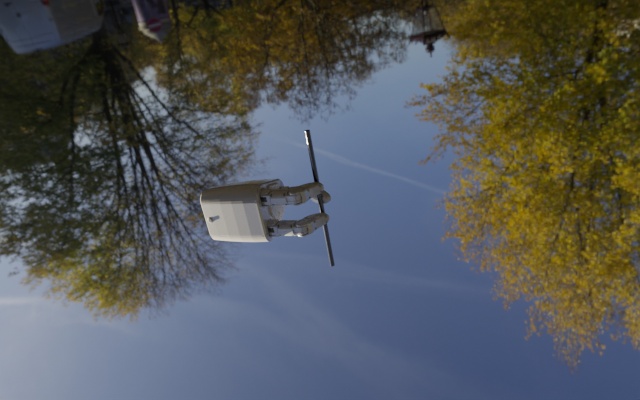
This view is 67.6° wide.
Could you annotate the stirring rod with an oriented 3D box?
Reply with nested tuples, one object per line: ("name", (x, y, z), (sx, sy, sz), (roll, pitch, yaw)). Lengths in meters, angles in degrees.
("stirring rod", (0.000, 0.002, 0.771), (0.011, 0.240, 0.011), (-9, 24, 4))
